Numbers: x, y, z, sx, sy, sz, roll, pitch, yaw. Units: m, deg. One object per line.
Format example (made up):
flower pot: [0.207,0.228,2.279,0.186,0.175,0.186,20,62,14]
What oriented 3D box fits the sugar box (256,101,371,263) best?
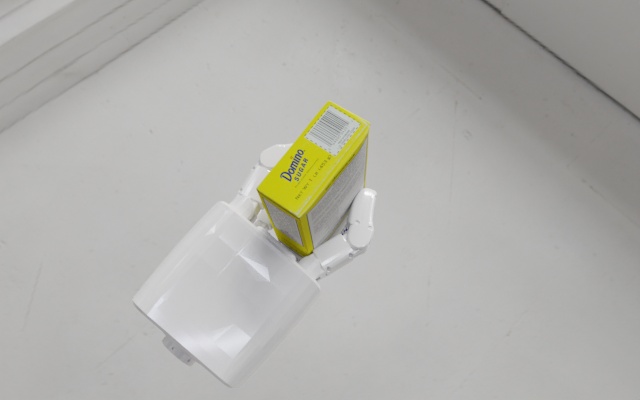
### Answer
sugar box: [0.000,0.001,0.421,0.048,0.093,0.176,34,-18,13]
